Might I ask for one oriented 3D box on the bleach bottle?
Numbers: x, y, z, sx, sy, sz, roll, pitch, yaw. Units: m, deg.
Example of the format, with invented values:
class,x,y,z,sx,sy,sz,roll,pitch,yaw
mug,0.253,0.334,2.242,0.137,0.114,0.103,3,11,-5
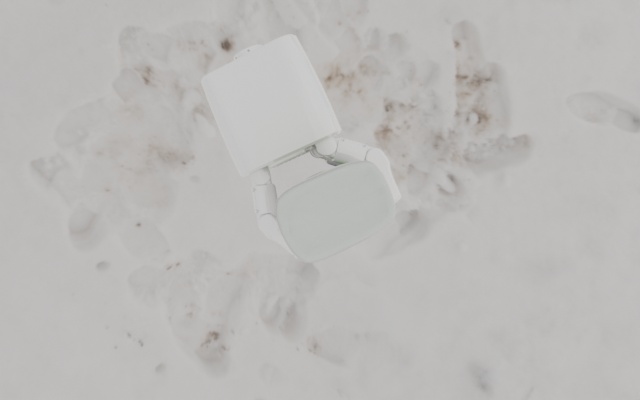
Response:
class,x,y,z,sx,sy,sz,roll,pitch,yaw
bleach bottle,0.000,0.002,0.515,0.102,0.068,0.251,-24,6,-5
